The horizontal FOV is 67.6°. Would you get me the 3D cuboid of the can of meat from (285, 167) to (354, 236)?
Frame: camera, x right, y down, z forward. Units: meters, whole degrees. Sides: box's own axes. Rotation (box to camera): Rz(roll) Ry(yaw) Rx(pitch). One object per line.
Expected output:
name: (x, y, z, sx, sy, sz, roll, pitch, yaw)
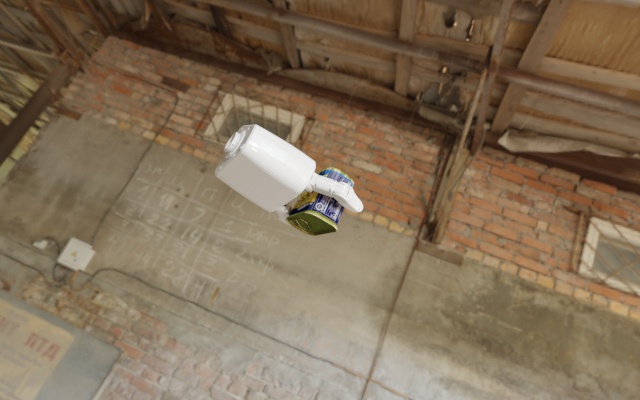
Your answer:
can of meat: (0.000, 0.002, 0.741, 0.057, 0.084, 0.102, 32, -22, -19)
